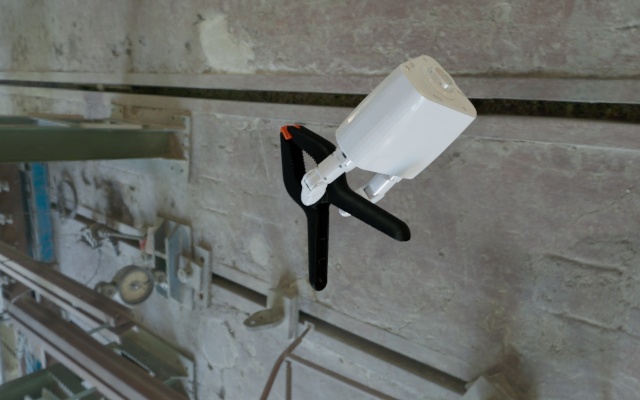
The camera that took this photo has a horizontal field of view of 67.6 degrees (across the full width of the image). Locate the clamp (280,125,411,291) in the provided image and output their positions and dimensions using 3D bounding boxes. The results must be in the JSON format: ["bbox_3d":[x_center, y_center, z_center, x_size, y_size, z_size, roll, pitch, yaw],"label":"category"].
[{"bbox_3d":[-0.001,0.001,0.595,0.036,0.210,0.165,-11,-27,-49],"label":"clamp"}]
